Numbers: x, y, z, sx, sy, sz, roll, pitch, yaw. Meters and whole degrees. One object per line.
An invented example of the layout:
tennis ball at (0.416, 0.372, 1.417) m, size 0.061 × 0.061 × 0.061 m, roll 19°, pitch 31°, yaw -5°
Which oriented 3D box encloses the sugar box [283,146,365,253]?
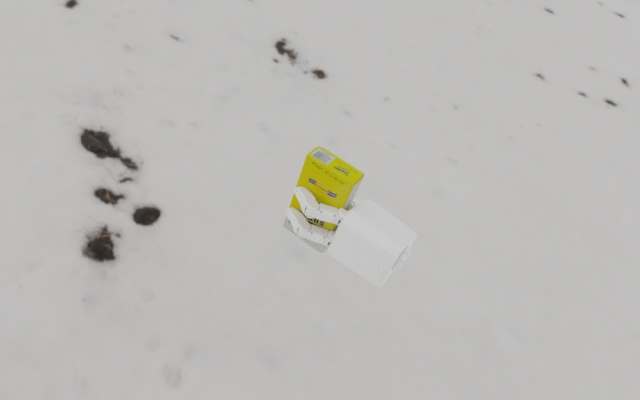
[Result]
sugar box at (0.000, 0.003, 0.809) m, size 0.093 × 0.176 × 0.048 m, roll 34°, pitch 42°, yaw 15°
